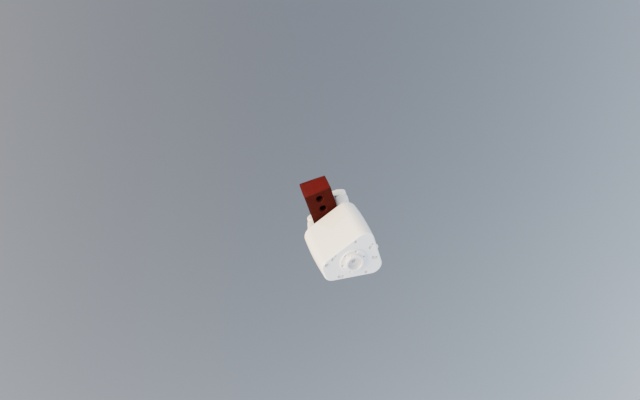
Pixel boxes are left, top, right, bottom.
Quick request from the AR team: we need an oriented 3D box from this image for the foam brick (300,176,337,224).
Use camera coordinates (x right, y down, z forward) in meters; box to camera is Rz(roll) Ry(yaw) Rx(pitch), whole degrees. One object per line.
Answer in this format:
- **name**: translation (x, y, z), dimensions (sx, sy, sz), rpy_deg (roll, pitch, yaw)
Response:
- **foam brick**: translation (0.000, 0.003, 0.899), dimensions (0.053, 0.078, 0.051), rpy_deg (-21, 32, -1)
